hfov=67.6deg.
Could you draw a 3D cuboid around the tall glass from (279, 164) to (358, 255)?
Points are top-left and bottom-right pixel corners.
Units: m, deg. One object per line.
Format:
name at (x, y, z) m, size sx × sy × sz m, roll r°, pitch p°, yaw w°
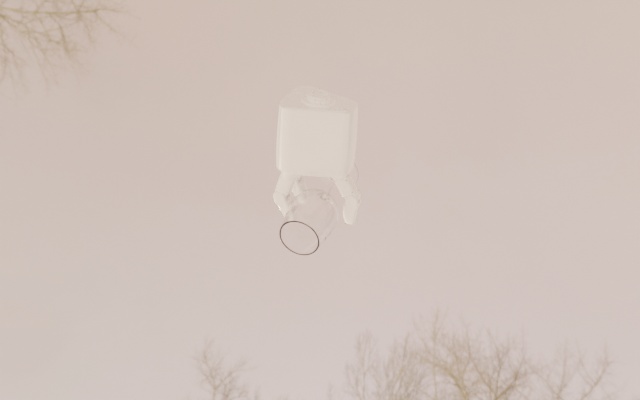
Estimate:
tall glass at (0.000, 0.002, 0.767) m, size 0.079 × 0.079 × 0.201 m, roll 0°, pitch 32°, yaw 22°
